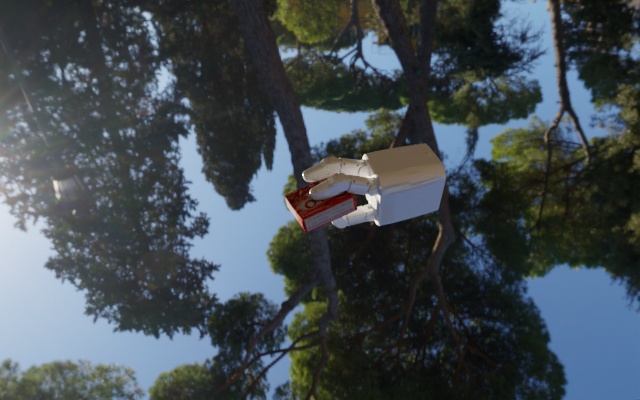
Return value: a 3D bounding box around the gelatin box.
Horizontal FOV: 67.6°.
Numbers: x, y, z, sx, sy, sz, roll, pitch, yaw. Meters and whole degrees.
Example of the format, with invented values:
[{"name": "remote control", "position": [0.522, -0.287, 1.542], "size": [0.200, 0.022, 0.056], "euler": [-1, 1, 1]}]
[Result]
[{"name": "gelatin box", "position": [0.000, 0.003, 0.726], "size": [0.089, 0.030, 0.073], "euler": [-24, 39, -13]}]
